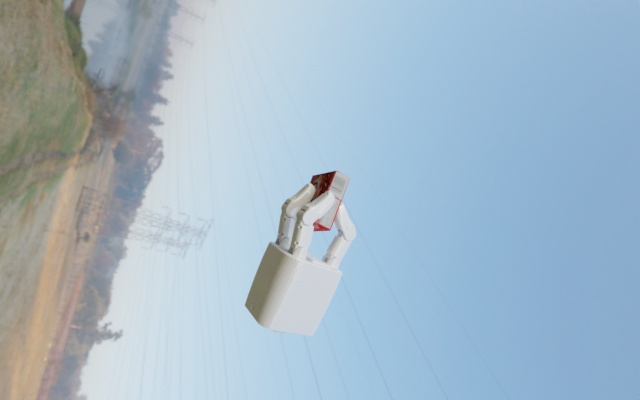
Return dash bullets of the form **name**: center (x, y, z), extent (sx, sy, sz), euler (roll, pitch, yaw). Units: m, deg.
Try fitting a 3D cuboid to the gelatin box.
- **gelatin box**: center (0.001, 0.002, 0.716), extent (0.030, 0.089, 0.073), euler (28, -16, -24)
